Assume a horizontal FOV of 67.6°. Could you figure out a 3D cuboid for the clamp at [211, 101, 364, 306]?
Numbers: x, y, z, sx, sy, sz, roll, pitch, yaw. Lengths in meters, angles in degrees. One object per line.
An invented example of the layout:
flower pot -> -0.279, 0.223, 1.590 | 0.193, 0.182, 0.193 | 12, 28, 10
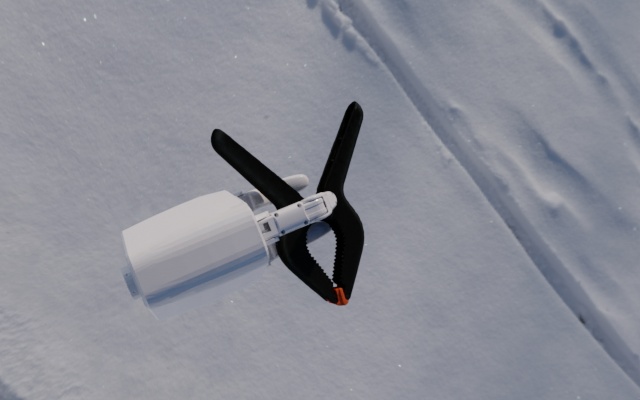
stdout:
clamp -> 0.000, 0.002, 0.493 | 0.164, 0.210, 0.036 | -22, 3, -19
